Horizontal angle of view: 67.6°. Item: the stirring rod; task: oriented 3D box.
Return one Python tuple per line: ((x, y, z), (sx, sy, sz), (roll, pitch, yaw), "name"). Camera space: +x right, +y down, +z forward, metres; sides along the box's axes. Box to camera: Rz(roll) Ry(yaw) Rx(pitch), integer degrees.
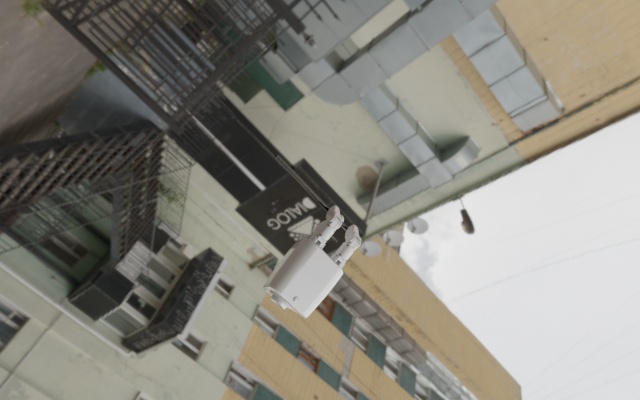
((0.000, 0.003, 0.882), (0.239, 0.011, 0.011), (46, -19, -20), "stirring rod")
